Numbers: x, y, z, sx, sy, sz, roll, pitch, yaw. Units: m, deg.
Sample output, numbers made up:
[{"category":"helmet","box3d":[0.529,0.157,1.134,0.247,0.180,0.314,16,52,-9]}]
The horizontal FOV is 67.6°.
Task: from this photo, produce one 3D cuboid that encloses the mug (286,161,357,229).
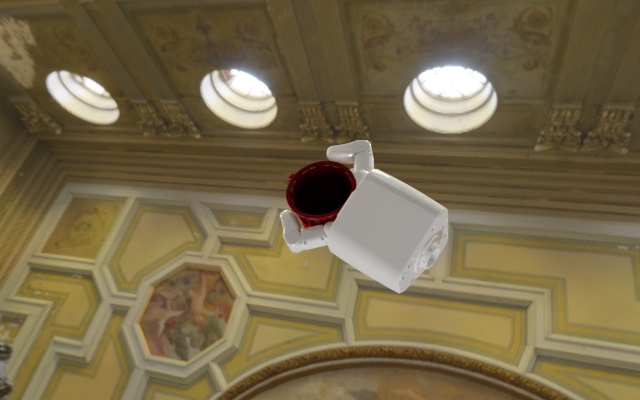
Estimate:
[{"category":"mug","box3d":[-0.001,0.002,0.651,0.117,0.093,0.082,31,-22,31]}]
